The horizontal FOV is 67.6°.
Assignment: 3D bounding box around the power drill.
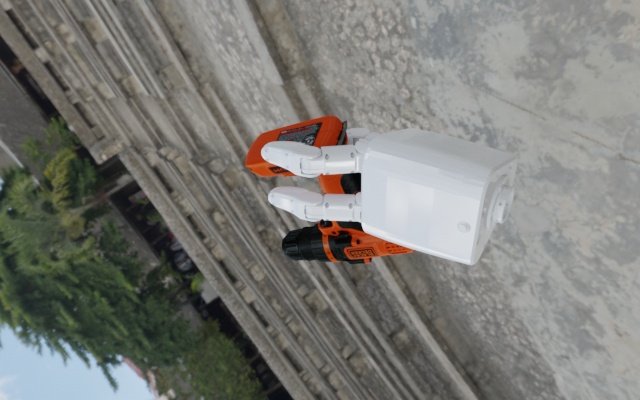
[{"bbox_3d":[0.000,0.001,0.529,0.184,0.057,0.188,-11,-45,30],"label":"power drill"}]
